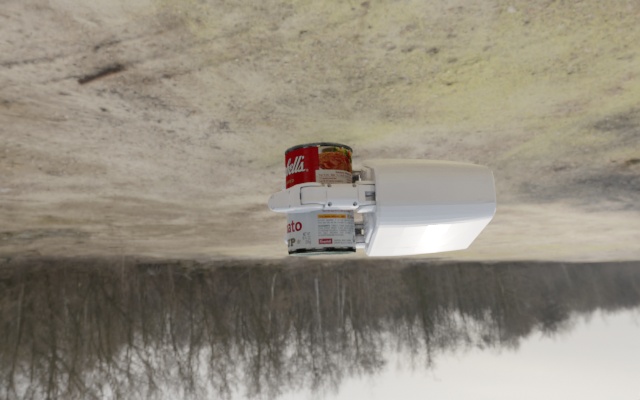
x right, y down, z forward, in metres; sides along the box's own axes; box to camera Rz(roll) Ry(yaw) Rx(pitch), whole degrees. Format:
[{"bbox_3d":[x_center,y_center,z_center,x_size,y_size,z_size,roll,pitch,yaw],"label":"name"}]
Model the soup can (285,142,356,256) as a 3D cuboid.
[{"bbox_3d":[0.000,0.002,0.466,0.068,0.102,0.068,-2,-9,0],"label":"soup can"}]
